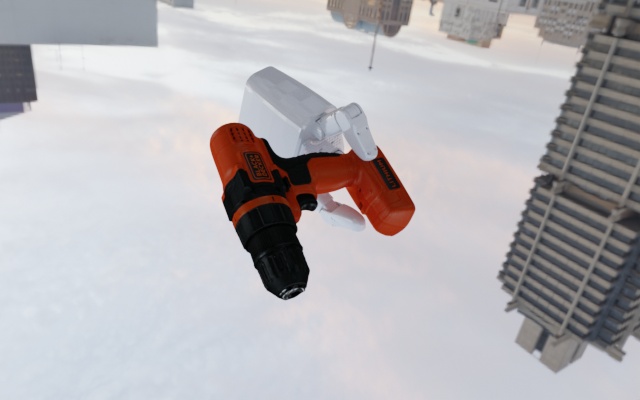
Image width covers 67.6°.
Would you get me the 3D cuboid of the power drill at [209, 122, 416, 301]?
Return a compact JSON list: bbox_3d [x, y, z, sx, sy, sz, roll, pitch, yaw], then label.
[{"bbox_3d":[0.000,0.001,0.460,0.187,0.184,0.057,-1,-37,-36],"label":"power drill"}]
